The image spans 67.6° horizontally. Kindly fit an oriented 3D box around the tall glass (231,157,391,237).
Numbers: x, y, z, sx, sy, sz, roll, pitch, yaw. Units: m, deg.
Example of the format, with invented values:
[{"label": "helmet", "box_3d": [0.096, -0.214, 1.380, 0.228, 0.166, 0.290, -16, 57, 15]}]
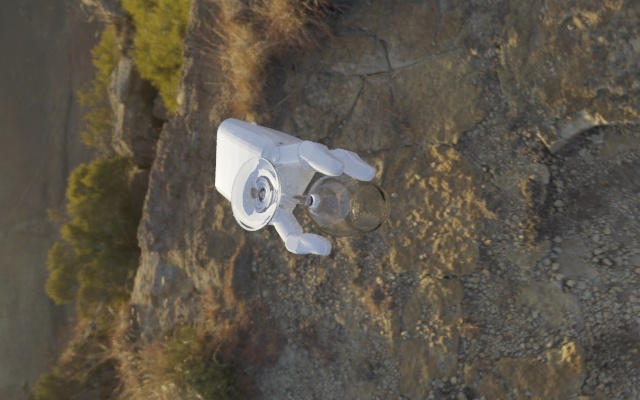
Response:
[{"label": "tall glass", "box_3d": [0.000, 0.002, 0.547, 0.079, 0.079, 0.201, 0, -5, 42]}]
